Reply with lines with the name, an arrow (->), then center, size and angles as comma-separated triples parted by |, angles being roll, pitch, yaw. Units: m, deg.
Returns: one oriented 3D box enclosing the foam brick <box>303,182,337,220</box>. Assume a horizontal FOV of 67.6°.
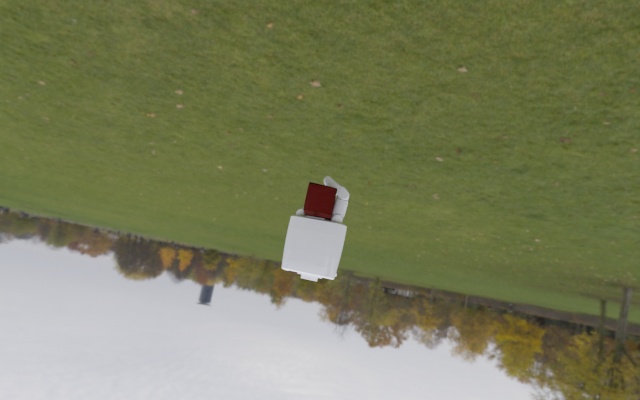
foam brick -> 0.000, 0.003, 0.879 | 0.053, 0.051, 0.078 | 12, -9, 3
